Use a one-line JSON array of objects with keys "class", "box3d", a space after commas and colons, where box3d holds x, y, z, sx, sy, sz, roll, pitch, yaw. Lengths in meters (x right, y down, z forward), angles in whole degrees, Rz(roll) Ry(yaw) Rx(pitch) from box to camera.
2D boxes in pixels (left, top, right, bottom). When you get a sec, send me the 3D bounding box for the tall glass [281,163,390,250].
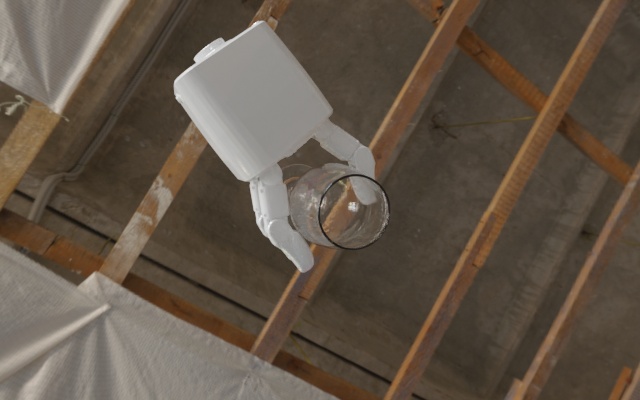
[{"class": "tall glass", "box3d": [0.000, 0.002, 0.475, 0.079, 0.079, 0.201, 0, 5, -16]}]
